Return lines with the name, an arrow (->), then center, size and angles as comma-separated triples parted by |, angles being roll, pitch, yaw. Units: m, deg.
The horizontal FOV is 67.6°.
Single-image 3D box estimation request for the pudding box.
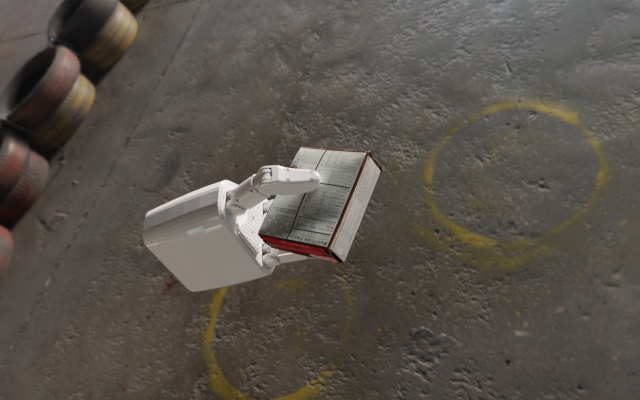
pudding box -> 0.000, 0.001, 0.480 | 0.090, 0.113, 0.039 | 9, -24, 35
